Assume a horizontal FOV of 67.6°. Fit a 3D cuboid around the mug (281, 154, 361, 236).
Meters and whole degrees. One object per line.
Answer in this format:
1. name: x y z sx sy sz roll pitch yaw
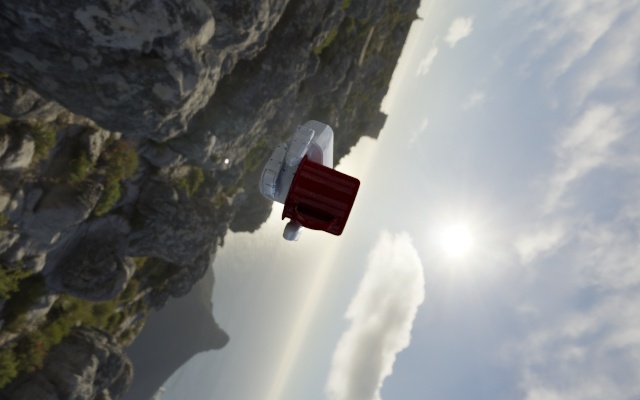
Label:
1. mug: 0.000 0.003 0.616 0.081 0.093 0.117 20 29 2
